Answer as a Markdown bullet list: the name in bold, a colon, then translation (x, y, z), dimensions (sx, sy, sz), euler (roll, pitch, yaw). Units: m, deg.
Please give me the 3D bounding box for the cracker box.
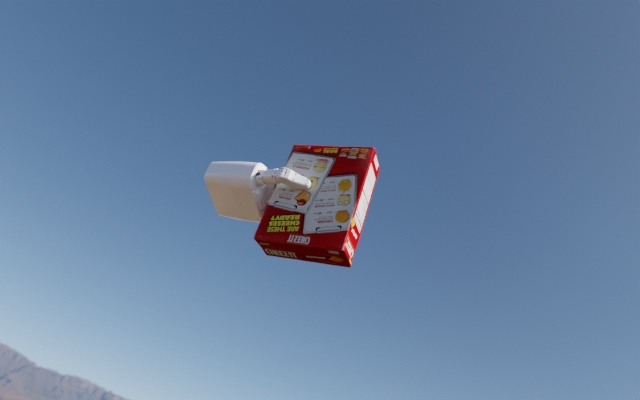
- **cracker box**: translation (0.000, 0.003, 0.847), dimensions (0.164, 0.213, 0.072), euler (5, -33, 23)
